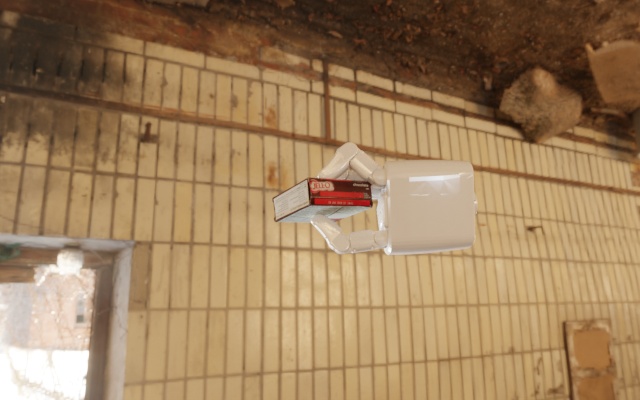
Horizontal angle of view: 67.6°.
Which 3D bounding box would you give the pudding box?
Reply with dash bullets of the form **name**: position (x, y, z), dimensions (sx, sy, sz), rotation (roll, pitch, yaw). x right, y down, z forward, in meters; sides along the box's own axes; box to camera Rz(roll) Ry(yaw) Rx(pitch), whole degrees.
- **pudding box**: position (0.000, 0.002, 0.614), dimensions (0.090, 0.039, 0.113), rotation (3, -16, -28)
